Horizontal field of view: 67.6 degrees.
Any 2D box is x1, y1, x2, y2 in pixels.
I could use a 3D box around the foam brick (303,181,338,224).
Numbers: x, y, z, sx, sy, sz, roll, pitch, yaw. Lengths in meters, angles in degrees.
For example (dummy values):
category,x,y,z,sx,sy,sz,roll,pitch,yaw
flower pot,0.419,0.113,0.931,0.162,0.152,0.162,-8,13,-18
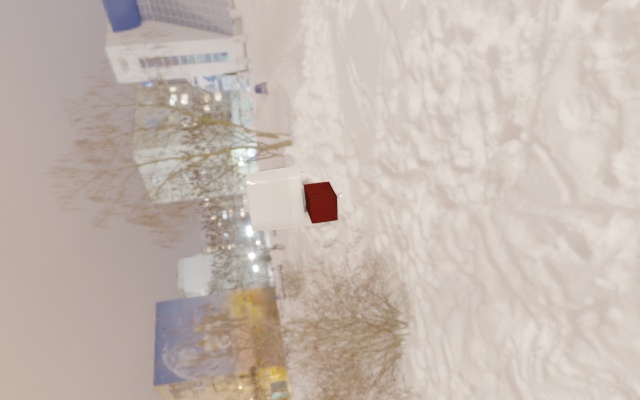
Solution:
category,x,y,z,sx,sy,sz,roll,pitch,yaw
foam brick,0.000,0.003,0.899,0.051,0.053,0.078,-7,23,-8
